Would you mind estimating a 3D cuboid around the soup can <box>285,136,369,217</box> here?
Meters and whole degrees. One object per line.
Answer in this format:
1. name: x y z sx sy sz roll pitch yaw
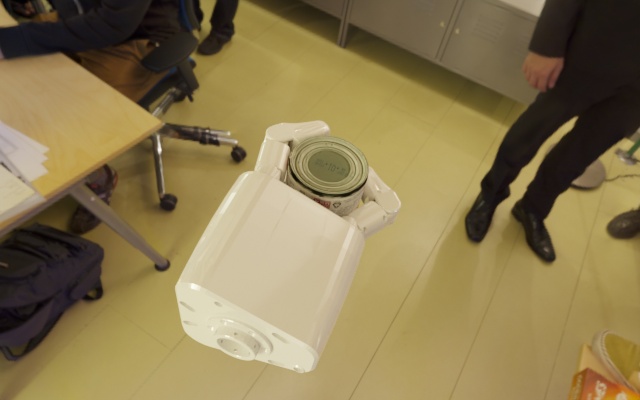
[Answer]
1. soup can: 0.000 0.001 0.425 0.068 0.068 0.102 0 -38 -10
